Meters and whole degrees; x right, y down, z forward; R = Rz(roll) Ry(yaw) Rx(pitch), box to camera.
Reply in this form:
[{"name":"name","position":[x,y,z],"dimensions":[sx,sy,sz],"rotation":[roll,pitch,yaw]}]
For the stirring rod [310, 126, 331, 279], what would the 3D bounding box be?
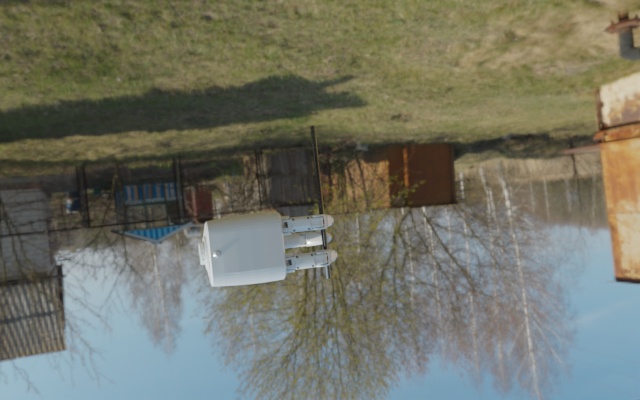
[{"name":"stirring rod","position":[0.000,0.002,0.751],"dimensions":[0.011,0.239,0.011],"rotation":[-6,-1,0]}]
